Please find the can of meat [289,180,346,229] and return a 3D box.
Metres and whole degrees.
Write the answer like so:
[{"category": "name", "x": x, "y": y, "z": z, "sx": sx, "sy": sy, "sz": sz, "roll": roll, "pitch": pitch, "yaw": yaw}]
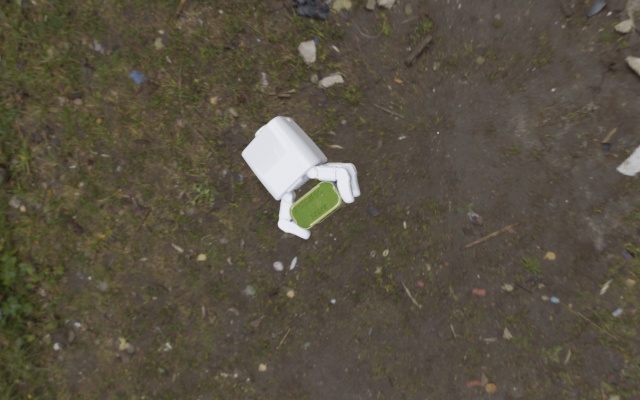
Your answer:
[{"category": "can of meat", "x": 0.000, "y": 0.003, "z": 0.849, "sx": 0.102, "sy": 0.057, "sz": 0.084, "roll": -38, "pitch": -2, "yaw": 16}]
